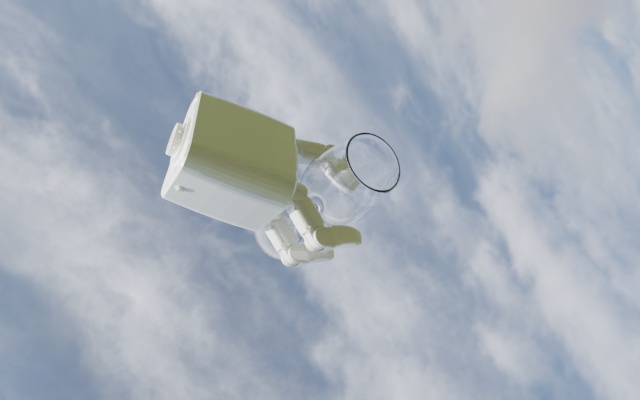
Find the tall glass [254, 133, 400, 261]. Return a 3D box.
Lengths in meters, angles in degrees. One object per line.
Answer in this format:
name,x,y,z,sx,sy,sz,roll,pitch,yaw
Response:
tall glass,0.000,0.002,0.518,0.079,0.079,0.201,0,-22,-33
